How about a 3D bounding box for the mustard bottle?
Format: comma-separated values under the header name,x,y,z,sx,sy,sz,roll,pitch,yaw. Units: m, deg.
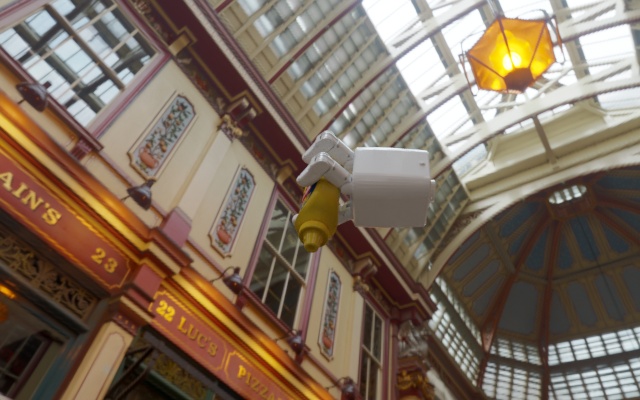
name,x,y,z,sx,sy,sz,roll,pitch,yaw
mustard bottle,0.000,0.002,0.694,0.058,0.096,0.191,20,40,-8
